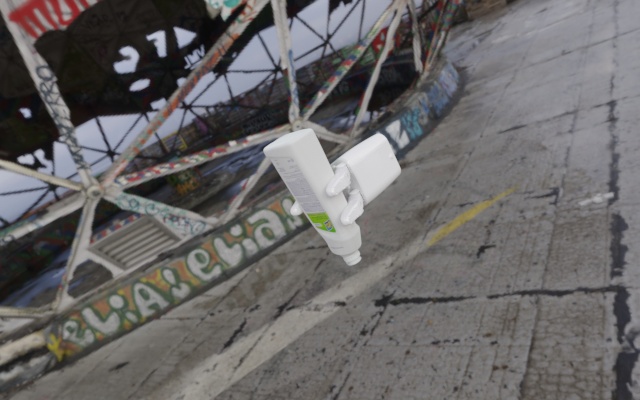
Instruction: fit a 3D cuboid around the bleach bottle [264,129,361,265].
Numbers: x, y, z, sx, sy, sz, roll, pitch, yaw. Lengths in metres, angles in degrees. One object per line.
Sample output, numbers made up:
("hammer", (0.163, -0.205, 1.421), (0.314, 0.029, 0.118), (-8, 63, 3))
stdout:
("bleach bottle", (0.000, 0.003, 0.831), (0.068, 0.251, 0.102), (-37, 19, -29))
